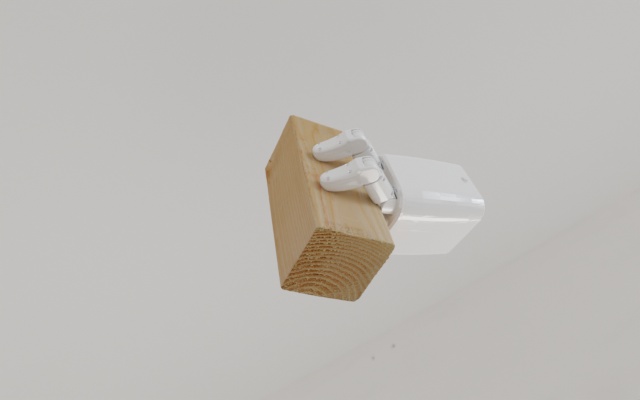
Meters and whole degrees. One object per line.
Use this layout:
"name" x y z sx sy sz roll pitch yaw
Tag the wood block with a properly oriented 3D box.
"wood block" 0.000 0.002 0.546 0.090 0.091 0.206 14 34 -22
